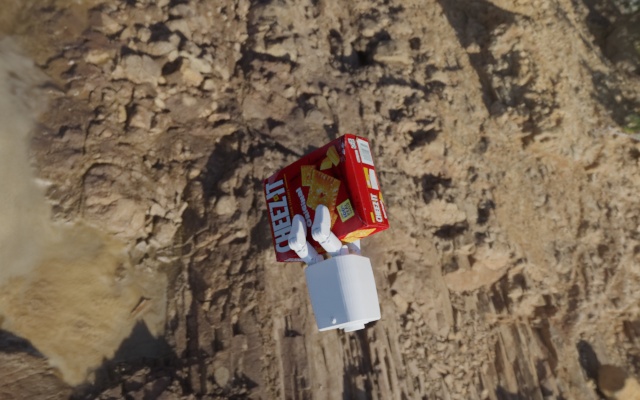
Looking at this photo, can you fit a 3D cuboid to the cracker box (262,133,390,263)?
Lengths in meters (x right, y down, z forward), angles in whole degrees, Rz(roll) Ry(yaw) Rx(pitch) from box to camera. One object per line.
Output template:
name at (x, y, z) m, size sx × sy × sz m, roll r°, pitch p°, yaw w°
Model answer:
cracker box at (0.000, 0.003, 0.831) m, size 0.214 × 0.164 × 0.072 m, roll -25°, pitch -22°, yaw 37°
